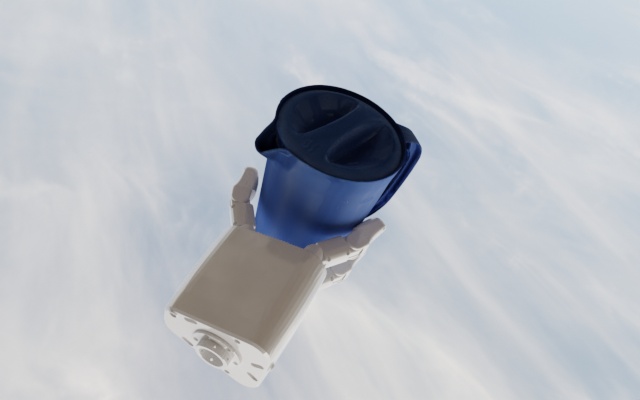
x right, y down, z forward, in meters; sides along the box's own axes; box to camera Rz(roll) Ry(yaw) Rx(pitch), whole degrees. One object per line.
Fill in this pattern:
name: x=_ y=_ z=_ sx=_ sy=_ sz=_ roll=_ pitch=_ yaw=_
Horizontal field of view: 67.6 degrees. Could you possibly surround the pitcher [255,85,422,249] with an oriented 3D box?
pitcher: x=0.000 y=0.002 z=0.546 sx=0.149 sy=0.145 sz=0.243 roll=28 pitch=-42 yaw=4
